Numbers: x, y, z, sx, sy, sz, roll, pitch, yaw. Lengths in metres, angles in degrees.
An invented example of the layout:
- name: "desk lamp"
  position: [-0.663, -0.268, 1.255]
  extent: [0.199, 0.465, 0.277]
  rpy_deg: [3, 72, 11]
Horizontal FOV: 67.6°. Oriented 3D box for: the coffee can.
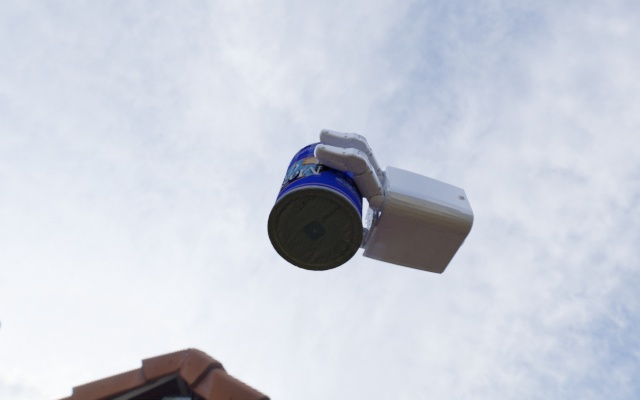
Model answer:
- name: "coffee can"
  position: [0.000, 0.002, 0.565]
  extent: [0.103, 0.103, 0.140]
  rpy_deg: [0, 27, 6]
